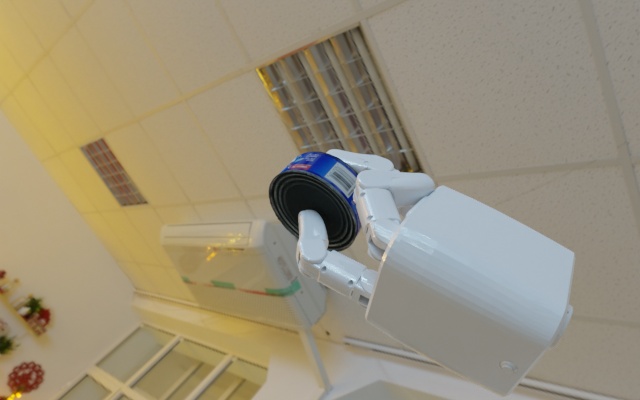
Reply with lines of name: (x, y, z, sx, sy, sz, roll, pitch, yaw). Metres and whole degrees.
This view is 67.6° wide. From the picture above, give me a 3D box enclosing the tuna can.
tuna can: (0.000, 0.001, 0.410, 0.086, 0.086, 0.033, 0, 37, 39)
